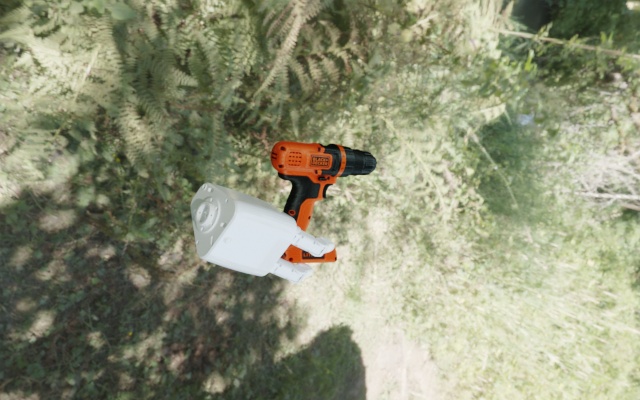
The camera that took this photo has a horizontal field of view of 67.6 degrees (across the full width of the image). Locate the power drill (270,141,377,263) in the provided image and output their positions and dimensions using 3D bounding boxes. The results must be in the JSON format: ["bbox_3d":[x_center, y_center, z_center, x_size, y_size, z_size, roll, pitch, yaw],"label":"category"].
[{"bbox_3d":[0.000,0.003,0.754,0.184,0.188,0.057,3,10,-30],"label":"power drill"}]
